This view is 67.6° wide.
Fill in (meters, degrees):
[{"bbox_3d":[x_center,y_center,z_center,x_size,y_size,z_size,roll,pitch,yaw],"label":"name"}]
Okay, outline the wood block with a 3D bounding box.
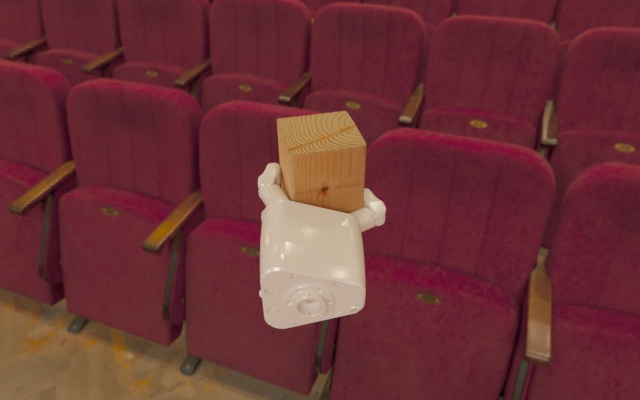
[{"bbox_3d":[0.000,0.002,0.614,0.091,0.206,0.090,-8,38,-11],"label":"wood block"}]
